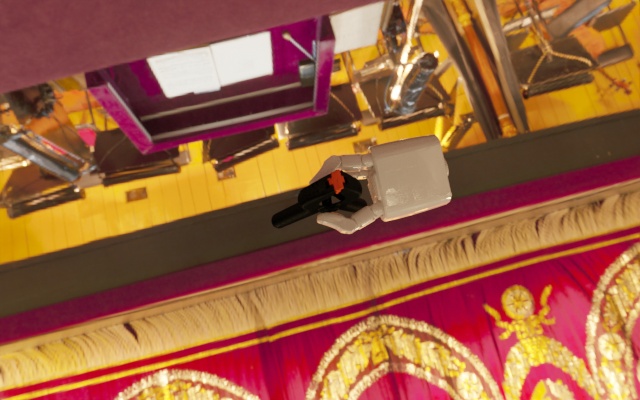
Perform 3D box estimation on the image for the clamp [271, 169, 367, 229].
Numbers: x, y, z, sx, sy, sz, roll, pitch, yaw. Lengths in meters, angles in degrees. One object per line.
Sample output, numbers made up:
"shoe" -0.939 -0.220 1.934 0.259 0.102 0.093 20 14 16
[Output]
"clamp" 0.001 0.003 0.723 0.164 0.036 0.210 -12 -13 -3
